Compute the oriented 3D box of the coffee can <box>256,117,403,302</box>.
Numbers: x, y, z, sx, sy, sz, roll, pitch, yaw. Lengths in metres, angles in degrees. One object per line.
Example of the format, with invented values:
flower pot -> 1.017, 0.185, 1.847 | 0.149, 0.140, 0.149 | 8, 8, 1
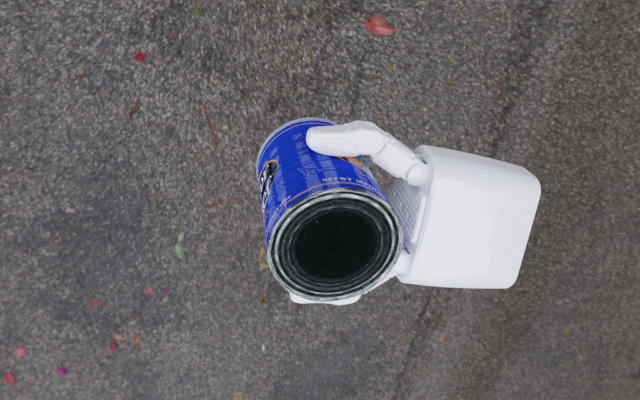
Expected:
coffee can -> 0.000, 0.001, 0.410 | 0.103, 0.103, 0.140 | 0, 30, -11
